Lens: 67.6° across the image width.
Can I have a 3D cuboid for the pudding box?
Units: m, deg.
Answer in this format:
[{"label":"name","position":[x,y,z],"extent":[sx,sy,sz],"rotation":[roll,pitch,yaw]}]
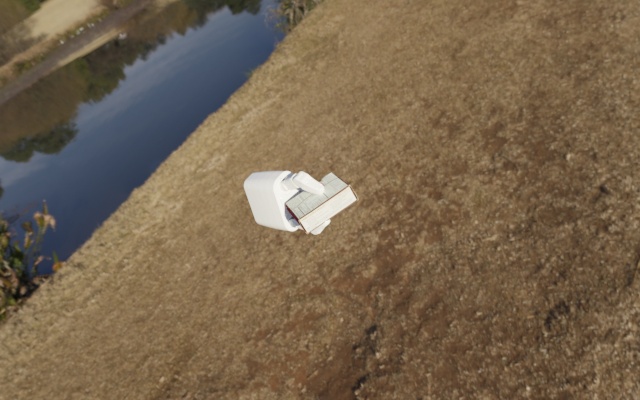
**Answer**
[{"label":"pudding box","position":[0.000,0.003,0.865],"extent":[0.113,0.039,0.090],"rotation":[-36,27,-5]}]
